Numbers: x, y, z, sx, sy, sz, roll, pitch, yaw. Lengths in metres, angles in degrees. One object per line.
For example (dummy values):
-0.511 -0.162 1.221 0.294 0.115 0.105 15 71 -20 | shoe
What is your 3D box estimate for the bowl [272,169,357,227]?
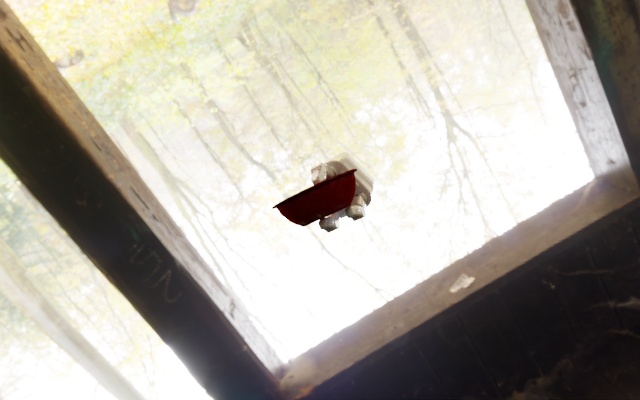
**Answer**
0.000 0.003 0.821 0.162 0.055 0.162 -24 -2 -1 | bowl
